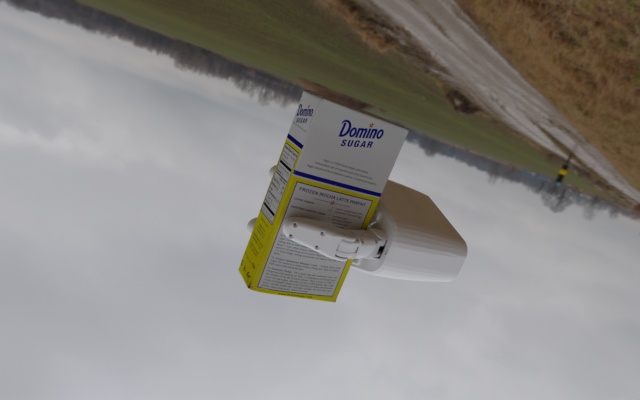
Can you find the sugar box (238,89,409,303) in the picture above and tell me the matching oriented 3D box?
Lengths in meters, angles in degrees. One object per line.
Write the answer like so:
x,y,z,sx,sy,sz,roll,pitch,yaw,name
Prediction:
0.000,0.001,0.425,0.093,0.176,0.048,14,13,-31,sugar box
